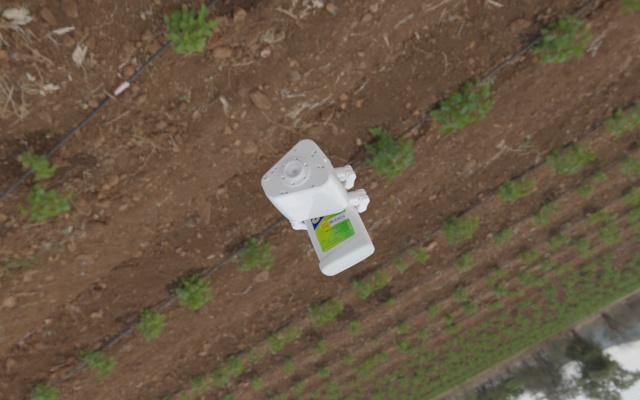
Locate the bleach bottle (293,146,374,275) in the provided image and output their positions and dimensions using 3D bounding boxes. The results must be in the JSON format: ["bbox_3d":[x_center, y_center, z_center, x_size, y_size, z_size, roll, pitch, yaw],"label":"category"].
[{"bbox_3d":[0.000,0.003,0.870,0.102,0.250,0.068,-29,-26,5],"label":"bleach bottle"}]
